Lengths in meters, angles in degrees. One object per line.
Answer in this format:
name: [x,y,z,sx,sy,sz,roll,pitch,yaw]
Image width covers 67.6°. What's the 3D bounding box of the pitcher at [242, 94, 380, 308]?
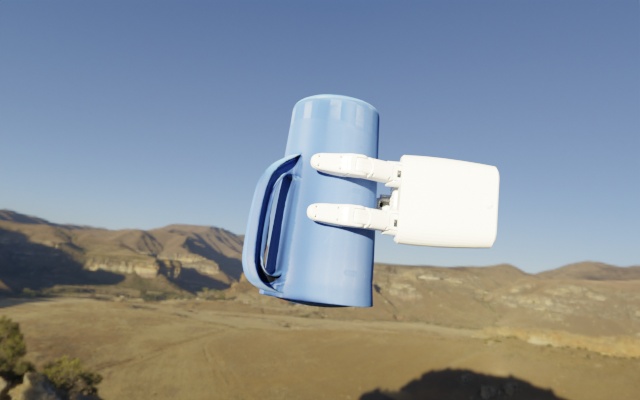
pitcher: [0.000,0.002,0.566,0.145,0.242,0.149,6,-9,3]
